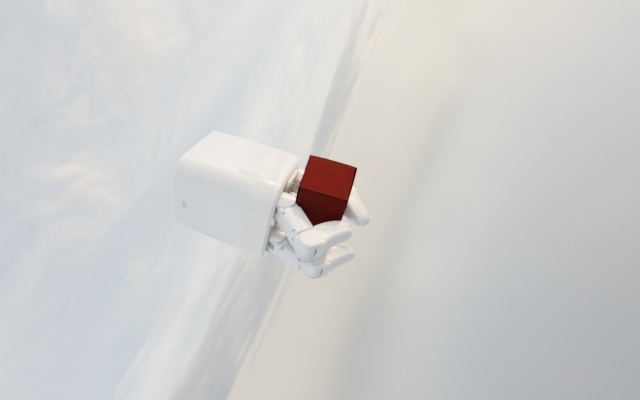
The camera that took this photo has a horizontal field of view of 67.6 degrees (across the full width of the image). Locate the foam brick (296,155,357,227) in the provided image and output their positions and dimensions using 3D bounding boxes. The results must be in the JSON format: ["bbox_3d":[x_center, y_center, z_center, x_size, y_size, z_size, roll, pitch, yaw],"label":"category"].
[{"bbox_3d":[0.000,0.001,0.495,0.051,0.078,0.053,18,45,0],"label":"foam brick"}]
